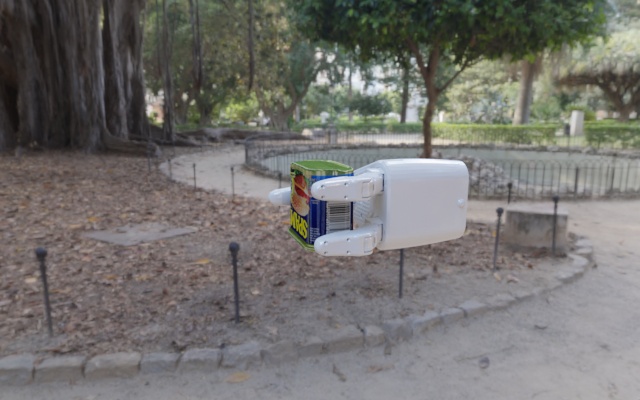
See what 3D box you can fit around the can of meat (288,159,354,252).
[{"bbox_3d":[0.000,0.001,0.520,0.057,0.084,0.102,-3,12,-17],"label":"can of meat"}]
